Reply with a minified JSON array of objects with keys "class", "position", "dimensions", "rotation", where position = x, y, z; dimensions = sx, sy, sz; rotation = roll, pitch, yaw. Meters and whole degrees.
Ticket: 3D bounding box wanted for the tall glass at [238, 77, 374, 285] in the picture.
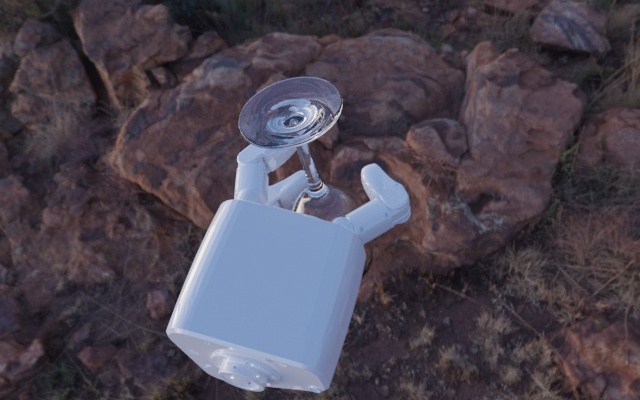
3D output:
[{"class":"tall glass","position":[0.000,0.001,0.402],"dimensions":[0.079,0.079,0.201],"rotation":[0,-39,16]}]
